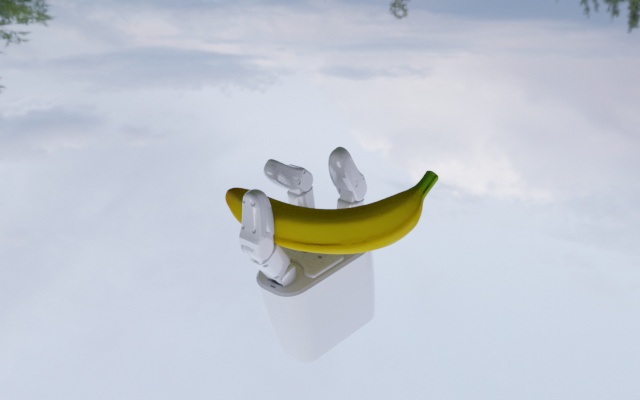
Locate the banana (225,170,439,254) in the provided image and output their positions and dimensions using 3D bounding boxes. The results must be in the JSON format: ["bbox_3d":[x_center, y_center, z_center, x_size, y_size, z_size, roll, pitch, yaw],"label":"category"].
[{"bbox_3d":[0.000,0.014,0.409,0.198,0.069,0.037,-3,-45,19],"label":"banana"}]
